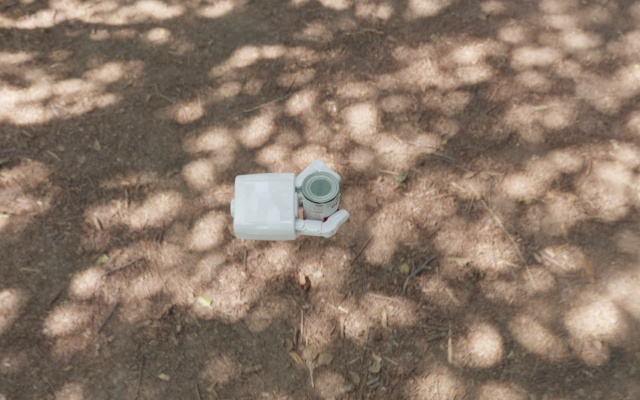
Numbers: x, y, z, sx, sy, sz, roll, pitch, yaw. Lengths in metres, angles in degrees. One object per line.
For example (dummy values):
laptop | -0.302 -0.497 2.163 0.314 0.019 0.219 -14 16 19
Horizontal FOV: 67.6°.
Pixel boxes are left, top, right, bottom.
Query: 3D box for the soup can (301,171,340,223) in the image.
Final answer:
soup can | 0.001 0.003 0.851 0.068 0.068 0.102 0 -32 1
